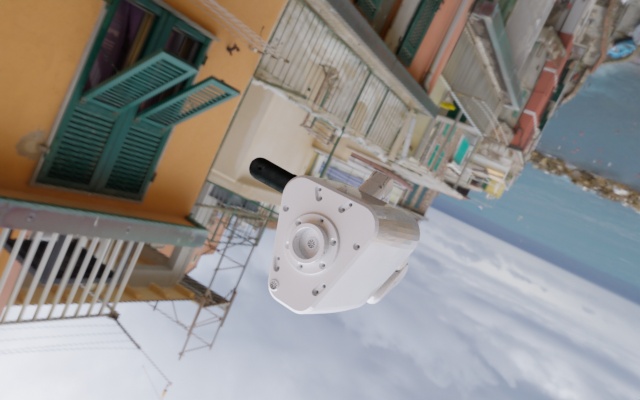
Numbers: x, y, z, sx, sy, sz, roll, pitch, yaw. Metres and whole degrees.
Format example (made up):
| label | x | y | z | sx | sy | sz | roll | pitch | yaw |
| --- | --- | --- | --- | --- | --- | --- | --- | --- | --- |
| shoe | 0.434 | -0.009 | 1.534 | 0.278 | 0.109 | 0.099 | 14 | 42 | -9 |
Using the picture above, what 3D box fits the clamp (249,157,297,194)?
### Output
| label | x | y | z | sx | sy | sz | roll | pitch | yaw |
| --- | --- | --- | --- | --- | --- | --- | --- | --- | --- |
| clamp | 0.000 | 0.002 | 0.536 | 0.171 | 0.039 | 0.120 | 28 | 7 | 27 |
